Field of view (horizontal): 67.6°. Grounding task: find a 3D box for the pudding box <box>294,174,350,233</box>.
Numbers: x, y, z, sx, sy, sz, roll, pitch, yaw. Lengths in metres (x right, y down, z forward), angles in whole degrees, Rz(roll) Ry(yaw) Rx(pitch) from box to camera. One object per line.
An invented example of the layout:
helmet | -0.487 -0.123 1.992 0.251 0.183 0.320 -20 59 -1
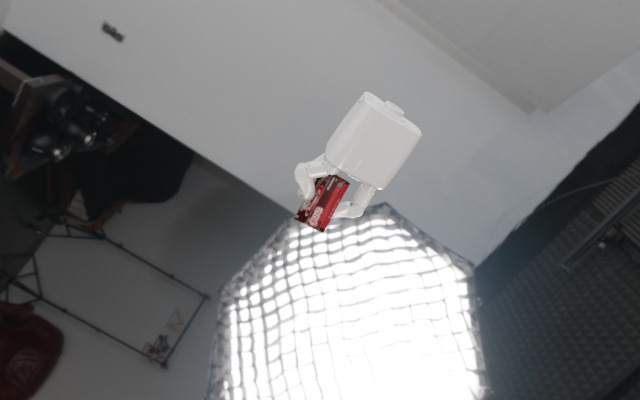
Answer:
pudding box | 0.000 0.003 0.775 0.039 0.090 0.113 30 -5 -9
